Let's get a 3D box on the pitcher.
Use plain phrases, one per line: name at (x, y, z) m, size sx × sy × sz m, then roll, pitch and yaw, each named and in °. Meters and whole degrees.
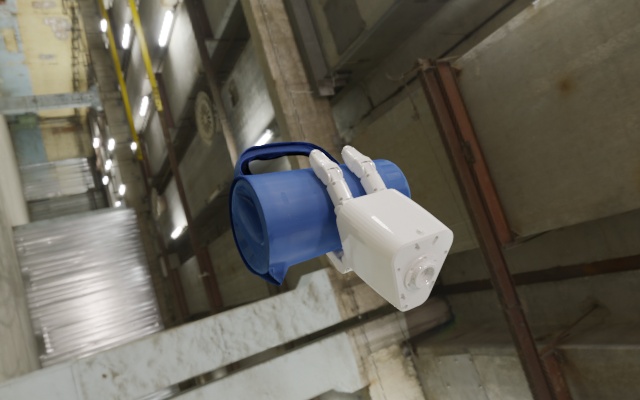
pitcher at (0.000, 0.002, 0.671) m, size 0.243 × 0.149 × 0.145 m, roll -13°, pitch 33°, yaw -29°
